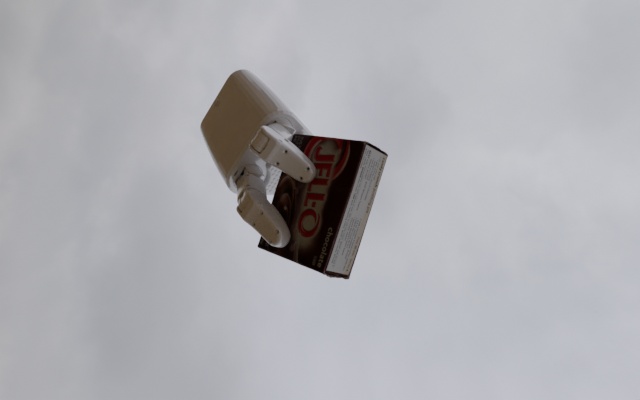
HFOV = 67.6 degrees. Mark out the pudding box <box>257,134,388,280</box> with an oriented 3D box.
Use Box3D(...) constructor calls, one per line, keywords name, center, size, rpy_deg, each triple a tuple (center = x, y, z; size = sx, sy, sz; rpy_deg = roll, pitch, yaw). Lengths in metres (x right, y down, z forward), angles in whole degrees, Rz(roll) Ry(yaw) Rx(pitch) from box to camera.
Box3D(name="pudding box", center=(0.000, 0.001, 0.414), size=(0.039, 0.113, 0.090), rpy_deg=(18, -3, -43))
